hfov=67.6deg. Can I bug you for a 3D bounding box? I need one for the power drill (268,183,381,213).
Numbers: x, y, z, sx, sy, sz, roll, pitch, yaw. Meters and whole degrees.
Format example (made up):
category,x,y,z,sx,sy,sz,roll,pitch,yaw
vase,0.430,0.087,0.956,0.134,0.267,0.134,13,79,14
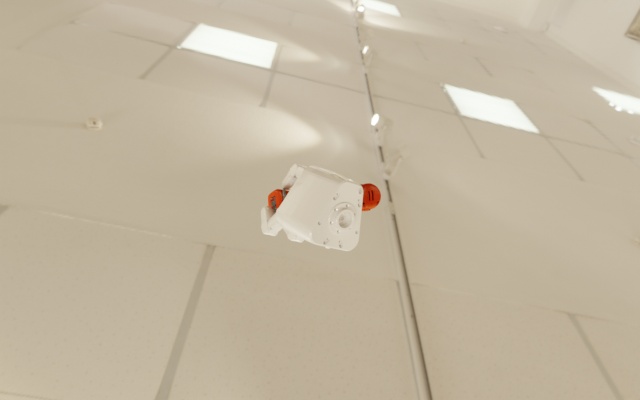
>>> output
category,x,y,z,sx,sy,sz,roll,pitch,yaw
power drill,0.000,0.003,0.888,0.187,0.057,0.184,-7,-4,-15
